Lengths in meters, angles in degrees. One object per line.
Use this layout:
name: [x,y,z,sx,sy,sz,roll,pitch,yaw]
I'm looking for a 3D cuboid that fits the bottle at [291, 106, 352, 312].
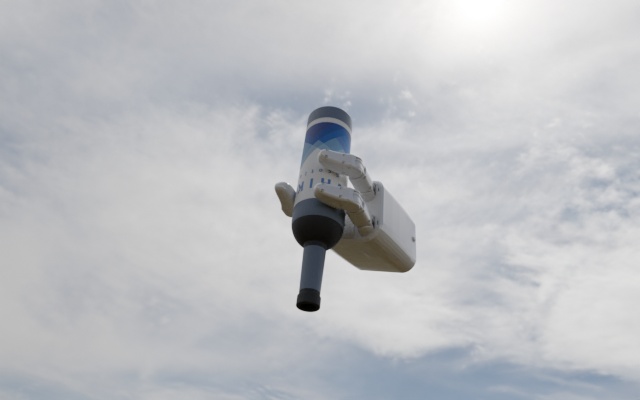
bottle: [0.000,0.002,0.619,0.069,0.295,0.069,4,-37,3]
